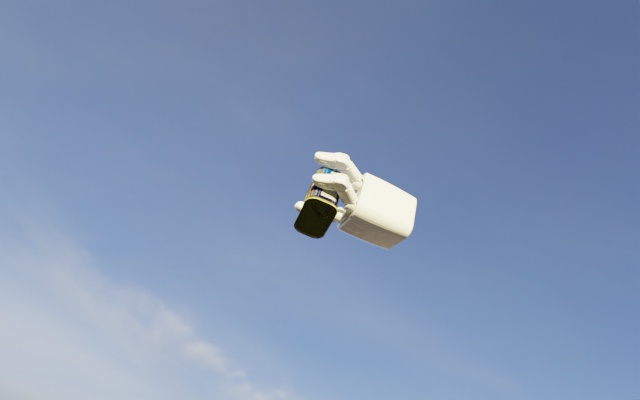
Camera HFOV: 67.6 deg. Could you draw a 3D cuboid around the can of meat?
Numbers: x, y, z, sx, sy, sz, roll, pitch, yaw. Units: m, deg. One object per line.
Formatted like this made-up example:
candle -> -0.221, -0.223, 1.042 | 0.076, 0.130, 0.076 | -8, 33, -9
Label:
can of meat -> 0.000, 0.003, 0.837 | 0.057, 0.084, 0.102 | 23, -42, -5
